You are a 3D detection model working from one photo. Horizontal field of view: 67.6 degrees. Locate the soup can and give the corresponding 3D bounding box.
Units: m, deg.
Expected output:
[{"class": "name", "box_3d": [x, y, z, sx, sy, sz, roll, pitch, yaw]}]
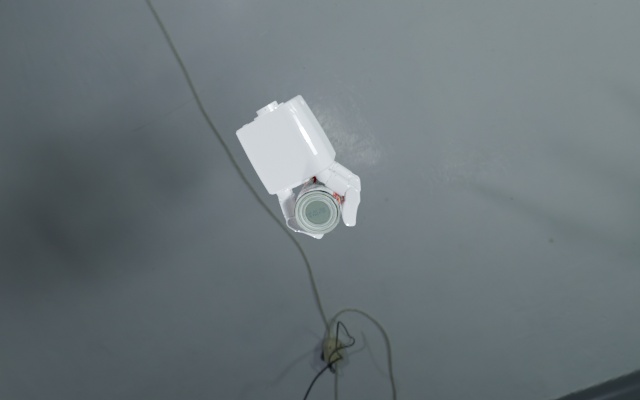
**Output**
[{"class": "soup can", "box_3d": [0.000, 0.003, 0.714, 0.068, 0.068, 0.102, 0, 17, 5]}]
